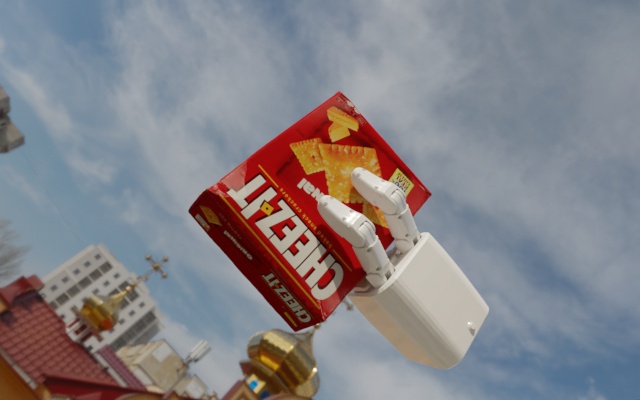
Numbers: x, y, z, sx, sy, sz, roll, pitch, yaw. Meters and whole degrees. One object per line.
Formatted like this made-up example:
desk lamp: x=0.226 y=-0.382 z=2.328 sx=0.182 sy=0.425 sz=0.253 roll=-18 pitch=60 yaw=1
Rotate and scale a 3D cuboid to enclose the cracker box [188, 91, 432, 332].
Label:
cracker box: x=0.000 y=0.002 z=0.507 sx=0.213 sy=0.164 sz=0.072 roll=-43 pitch=3 yaw=-36
